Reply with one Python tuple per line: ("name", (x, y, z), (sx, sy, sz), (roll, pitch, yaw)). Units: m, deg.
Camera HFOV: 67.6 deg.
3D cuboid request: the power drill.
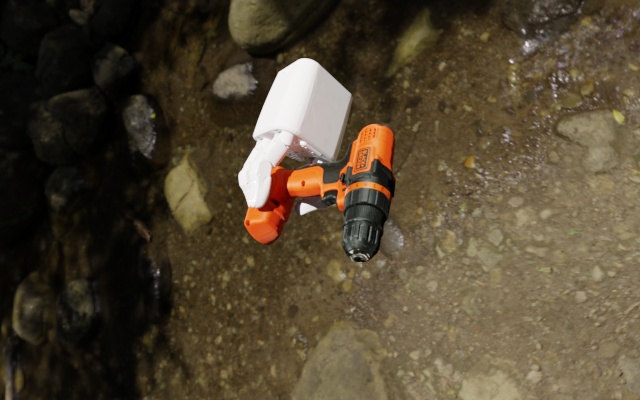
("power drill", (0.000, 0.002, 0.577), (0.187, 0.184, 0.057), (-12, -45, 31))
